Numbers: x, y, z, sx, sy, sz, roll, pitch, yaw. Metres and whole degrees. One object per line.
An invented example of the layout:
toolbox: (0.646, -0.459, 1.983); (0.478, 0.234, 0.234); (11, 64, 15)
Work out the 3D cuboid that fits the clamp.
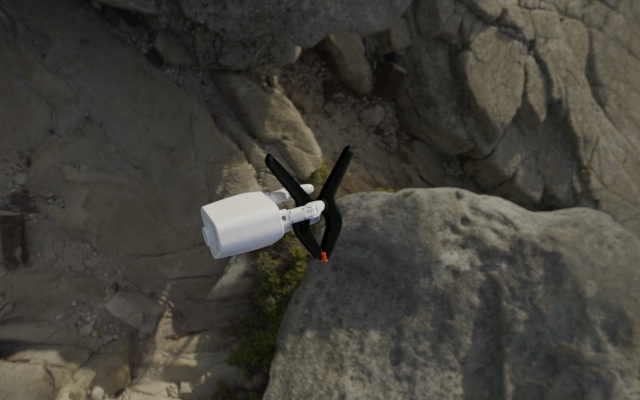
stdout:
clamp: (0.000, 0.003, 0.854); (0.164, 0.210, 0.036); (-15, 8, -20)
